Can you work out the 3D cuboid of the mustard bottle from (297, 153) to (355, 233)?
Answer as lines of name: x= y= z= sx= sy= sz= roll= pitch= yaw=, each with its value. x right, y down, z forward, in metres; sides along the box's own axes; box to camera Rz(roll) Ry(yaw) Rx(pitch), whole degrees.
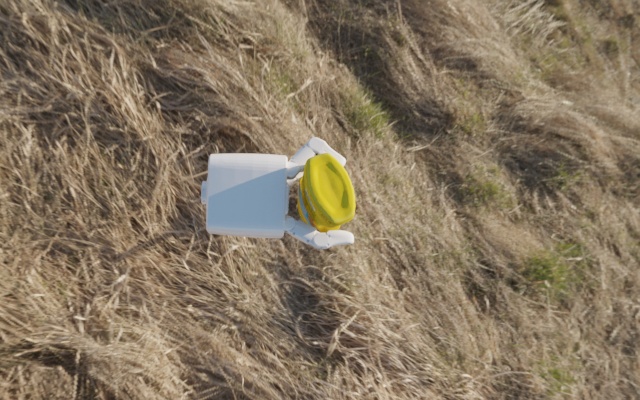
mustard bottle: x=0.000 y=0.002 z=0.704 sx=0.058 sy=0.096 sz=0.192 roll=-22 pitch=-8 yaw=-12
